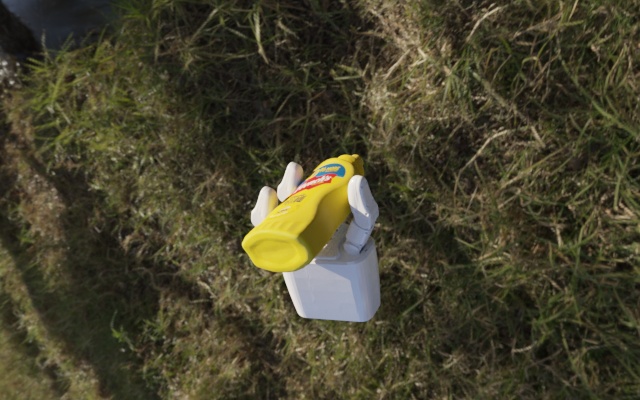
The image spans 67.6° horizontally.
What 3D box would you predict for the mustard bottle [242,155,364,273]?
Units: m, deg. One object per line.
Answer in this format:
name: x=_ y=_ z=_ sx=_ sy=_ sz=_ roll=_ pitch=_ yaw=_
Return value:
mustard bottle: x=0.000 y=0.002 z=0.552 sx=0.096 sy=0.058 sz=0.191 roll=-15 pitch=24 yaw=44
